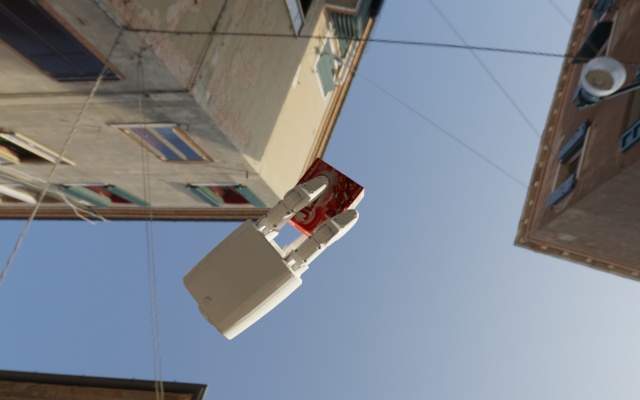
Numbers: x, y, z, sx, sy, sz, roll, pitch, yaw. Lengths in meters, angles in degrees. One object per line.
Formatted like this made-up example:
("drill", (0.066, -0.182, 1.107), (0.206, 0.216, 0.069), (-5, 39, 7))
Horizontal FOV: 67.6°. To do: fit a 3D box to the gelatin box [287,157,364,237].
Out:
("gelatin box", (0.000, 0.002, 0.593), (0.073, 0.089, 0.030), (34, -15, 14))
